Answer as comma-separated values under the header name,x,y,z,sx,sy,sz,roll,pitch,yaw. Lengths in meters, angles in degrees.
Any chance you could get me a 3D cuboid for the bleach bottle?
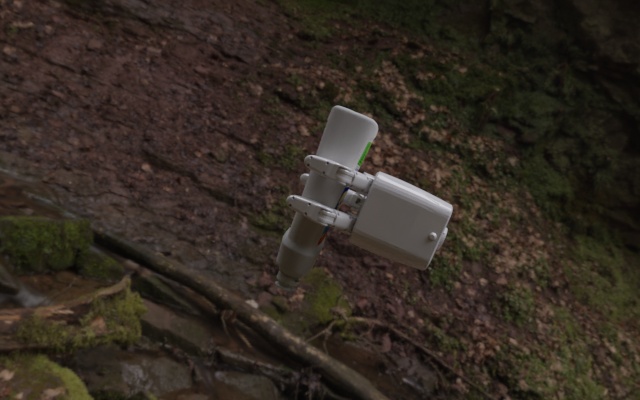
name,x,y,z,sx,sy,sz,roll,pitch,yaw
bleach bottle,0.000,0.002,0.651,0.068,0.251,0.102,23,5,5
